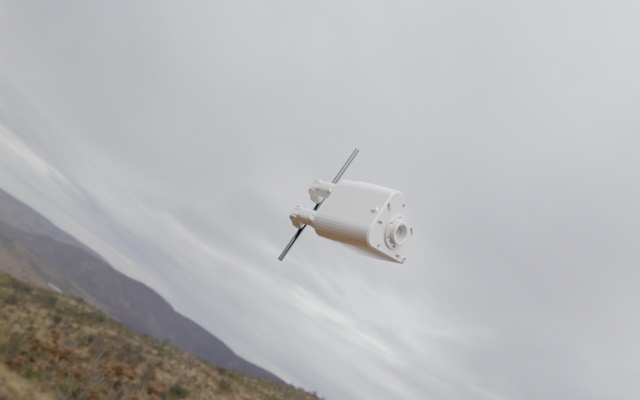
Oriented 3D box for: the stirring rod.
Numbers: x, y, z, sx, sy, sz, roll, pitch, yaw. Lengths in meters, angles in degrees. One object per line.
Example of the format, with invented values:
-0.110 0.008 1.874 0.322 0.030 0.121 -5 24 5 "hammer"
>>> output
0.000 0.003 0.804 0.011 0.239 0.011 30 -21 13 "stirring rod"
